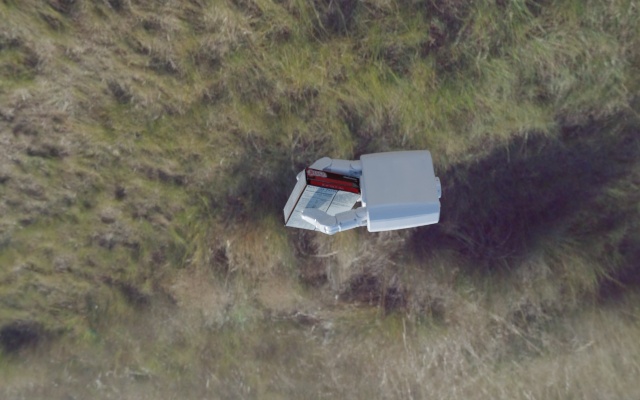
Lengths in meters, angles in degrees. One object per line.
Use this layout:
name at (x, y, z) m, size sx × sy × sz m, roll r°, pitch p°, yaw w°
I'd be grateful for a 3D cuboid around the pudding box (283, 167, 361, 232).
pudding box at (0.000, 0.003, 0.743) m, size 0.090 × 0.039 × 0.114 m, roll 11°, pitch -42°, yaw -18°
